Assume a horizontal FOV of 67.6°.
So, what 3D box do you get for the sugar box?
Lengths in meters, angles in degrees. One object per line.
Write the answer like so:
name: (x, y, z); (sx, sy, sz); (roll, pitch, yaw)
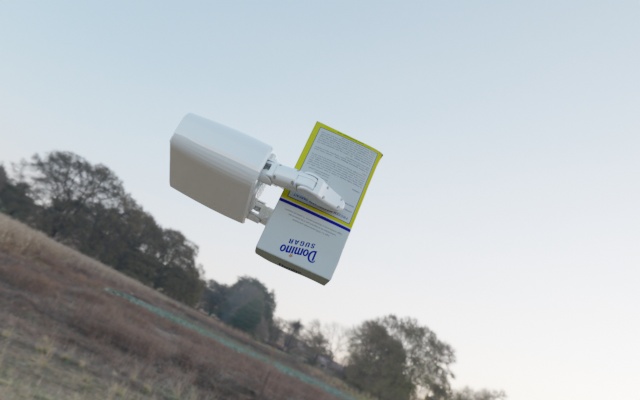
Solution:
sugar box: (0.000, 0.002, 0.568); (0.093, 0.176, 0.048); (25, -19, -1)
